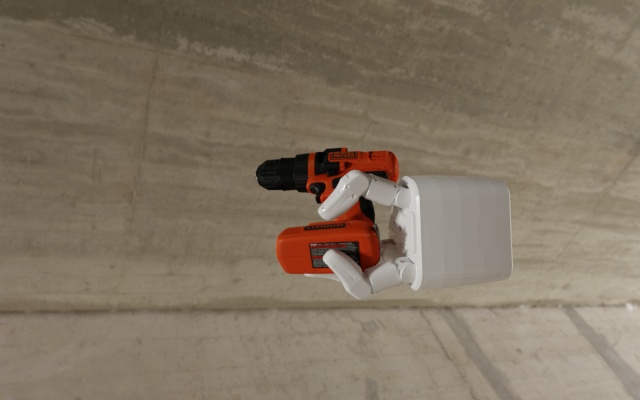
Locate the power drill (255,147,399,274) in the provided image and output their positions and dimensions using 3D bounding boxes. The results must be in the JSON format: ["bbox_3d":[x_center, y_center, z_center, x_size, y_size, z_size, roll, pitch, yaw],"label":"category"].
[{"bbox_3d":[0.000,0.002,0.555,0.184,0.057,0.187,-4,36,10],"label":"power drill"}]
